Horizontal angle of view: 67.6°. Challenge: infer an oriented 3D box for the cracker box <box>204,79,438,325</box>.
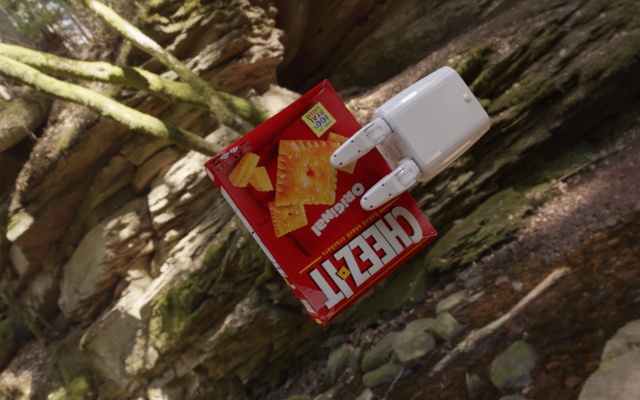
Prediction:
[{"bbox_3d":[0.000,0.002,0.531,0.164,0.213,0.072,-36,1,-12],"label":"cracker box"}]
